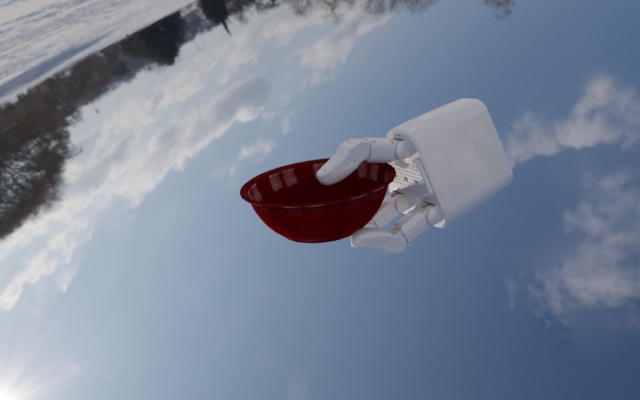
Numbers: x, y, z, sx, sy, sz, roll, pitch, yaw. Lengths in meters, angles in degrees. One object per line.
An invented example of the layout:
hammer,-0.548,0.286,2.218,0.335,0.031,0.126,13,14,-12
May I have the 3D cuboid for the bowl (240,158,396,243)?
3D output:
bowl,-0.001,0.002,0.501,0.162,0.055,0.162,-7,19,2
